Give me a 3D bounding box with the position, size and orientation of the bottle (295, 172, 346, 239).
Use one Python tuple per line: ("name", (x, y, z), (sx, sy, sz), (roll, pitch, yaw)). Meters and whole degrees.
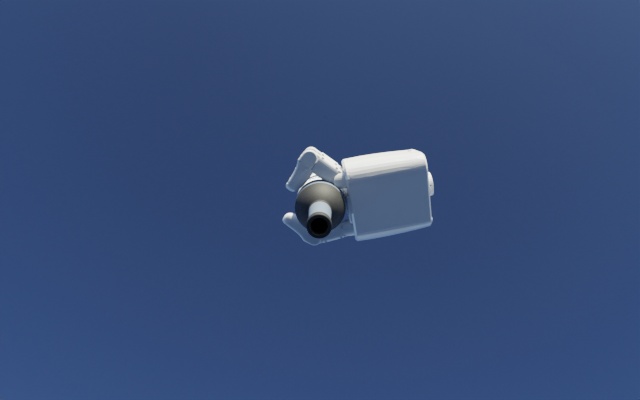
("bottle", (0.000, 0.002, 0.650), (0.069, 0.069, 0.295), (0, 10, 1))
